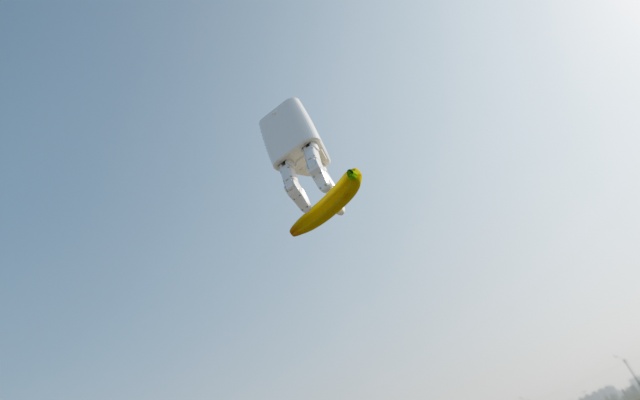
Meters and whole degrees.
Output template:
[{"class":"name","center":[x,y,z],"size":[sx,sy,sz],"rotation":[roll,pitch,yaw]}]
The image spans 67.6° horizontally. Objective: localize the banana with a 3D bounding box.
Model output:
[{"class":"banana","center":[0.016,0.000,0.821],"size":[0.069,0.037,0.198],"rotation":[-4,-32,-40]}]
